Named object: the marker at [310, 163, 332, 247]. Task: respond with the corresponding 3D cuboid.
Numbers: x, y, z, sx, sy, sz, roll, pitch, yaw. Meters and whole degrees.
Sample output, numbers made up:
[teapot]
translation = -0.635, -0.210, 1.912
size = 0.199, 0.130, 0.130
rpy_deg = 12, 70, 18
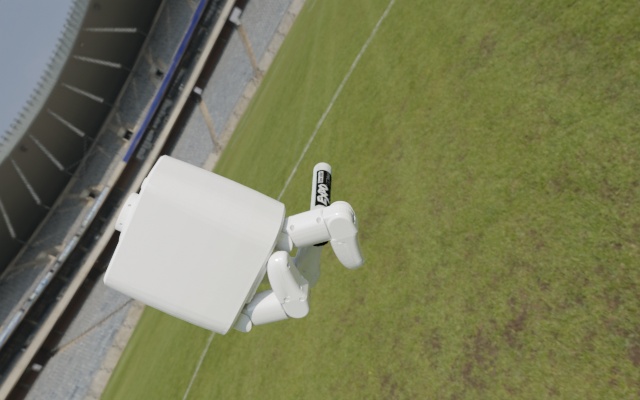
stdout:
[marker]
translation = 0.000, 0.001, 0.440
size = 0.020, 0.020, 0.121
rpy_deg = 0, 33, 3
